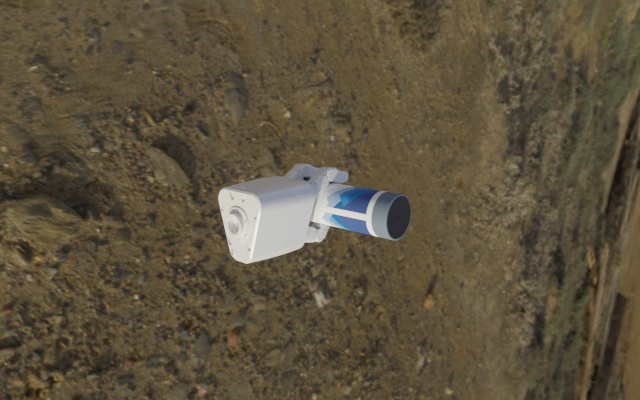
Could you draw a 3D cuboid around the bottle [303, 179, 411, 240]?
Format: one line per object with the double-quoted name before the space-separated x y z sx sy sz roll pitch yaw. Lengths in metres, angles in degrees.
"bottle" 0.000 0.003 0.765 0.295 0.069 0.069 11 7 40
